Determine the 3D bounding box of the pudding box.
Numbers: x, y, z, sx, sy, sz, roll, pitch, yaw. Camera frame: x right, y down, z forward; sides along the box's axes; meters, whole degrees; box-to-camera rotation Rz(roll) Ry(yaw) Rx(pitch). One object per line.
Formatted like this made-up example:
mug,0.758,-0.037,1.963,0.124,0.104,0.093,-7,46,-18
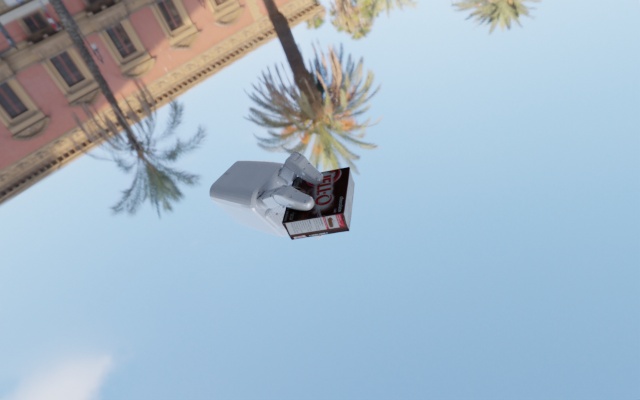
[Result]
pudding box,0.000,0.002,0.688,0.090,0.039,0.113,-11,38,16
